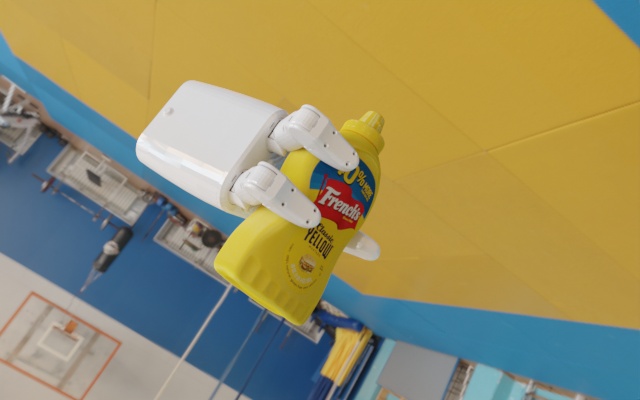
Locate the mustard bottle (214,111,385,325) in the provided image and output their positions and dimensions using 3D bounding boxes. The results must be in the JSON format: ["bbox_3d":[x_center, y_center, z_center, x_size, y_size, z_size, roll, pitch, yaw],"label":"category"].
[{"bbox_3d":[0.000,0.002,0.402,0.058,0.191,0.096,14,-25,47],"label":"mustard bottle"}]
